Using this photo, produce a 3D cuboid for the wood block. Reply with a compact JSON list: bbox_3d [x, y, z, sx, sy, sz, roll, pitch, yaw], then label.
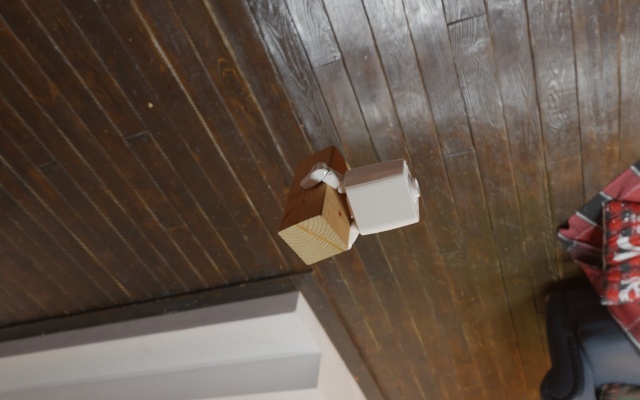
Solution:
[{"bbox_3d":[0.000,0.003,0.879,0.090,0.091,0.206,-24,32,26],"label":"wood block"}]
